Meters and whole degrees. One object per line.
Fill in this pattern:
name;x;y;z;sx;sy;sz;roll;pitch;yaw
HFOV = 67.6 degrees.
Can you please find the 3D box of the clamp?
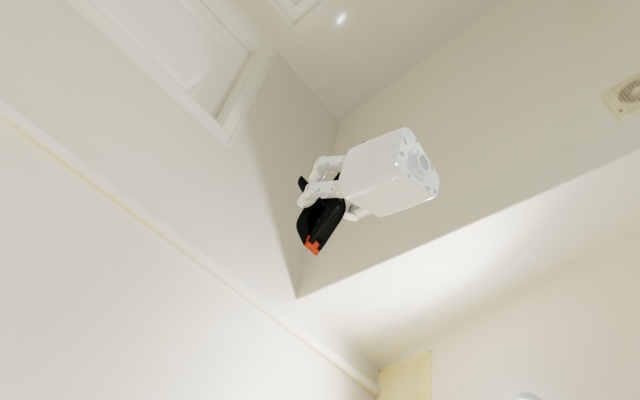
clamp;0.001;0.003;0.791;0.164;0.209;0.036;-22;-54;41
